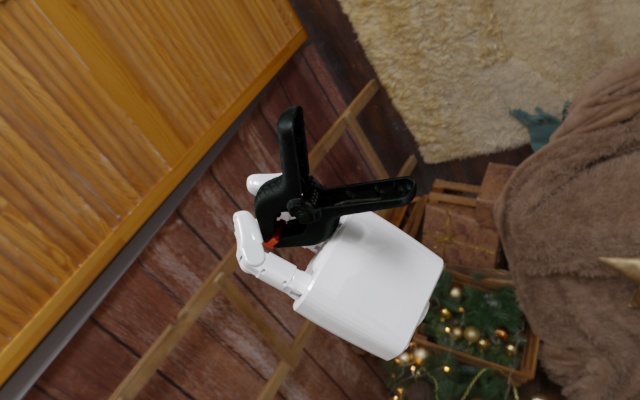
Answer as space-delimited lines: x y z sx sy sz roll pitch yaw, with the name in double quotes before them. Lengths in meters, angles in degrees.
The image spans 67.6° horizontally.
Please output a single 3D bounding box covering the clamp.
"clamp" 0.000 0.002 0.413 0.120 0.039 0.171 30 -36 -2
